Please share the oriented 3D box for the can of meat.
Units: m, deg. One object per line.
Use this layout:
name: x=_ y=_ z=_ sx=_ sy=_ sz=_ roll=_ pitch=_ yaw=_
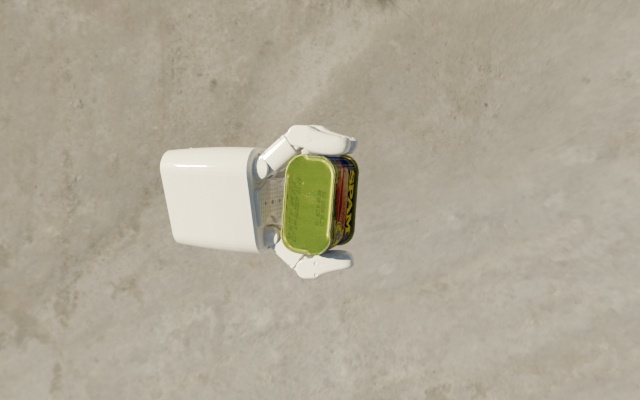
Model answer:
can of meat: x=0.000 y=0.002 z=0.492 sx=0.057 sy=0.102 sz=0.084 roll=6 pitch=6 yaw=18
